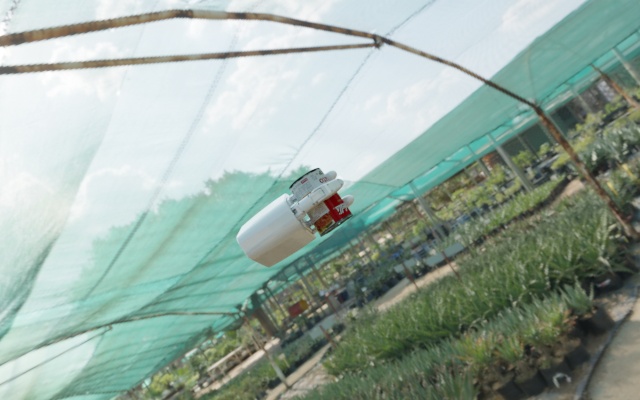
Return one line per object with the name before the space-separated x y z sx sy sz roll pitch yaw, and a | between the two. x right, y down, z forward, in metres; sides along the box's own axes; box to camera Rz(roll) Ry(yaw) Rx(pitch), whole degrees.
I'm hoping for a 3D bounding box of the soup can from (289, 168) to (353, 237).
soup can | 0.000 0.002 0.828 0.068 0.102 0.068 -34 -7 -5
